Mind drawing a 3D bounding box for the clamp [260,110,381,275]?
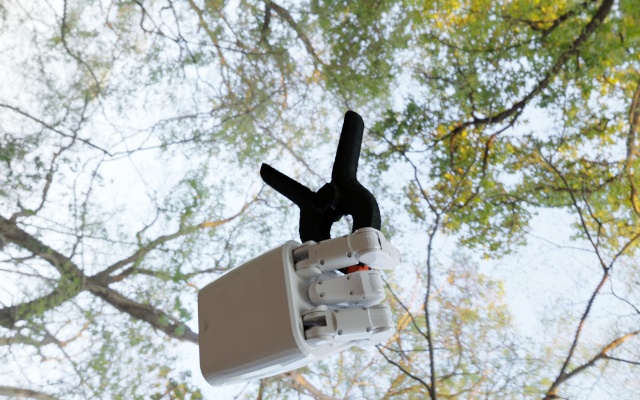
[{"bbox_3d":[0.001,0.002,0.454,0.120,0.171,0.039,-26,-37,23],"label":"clamp"}]
